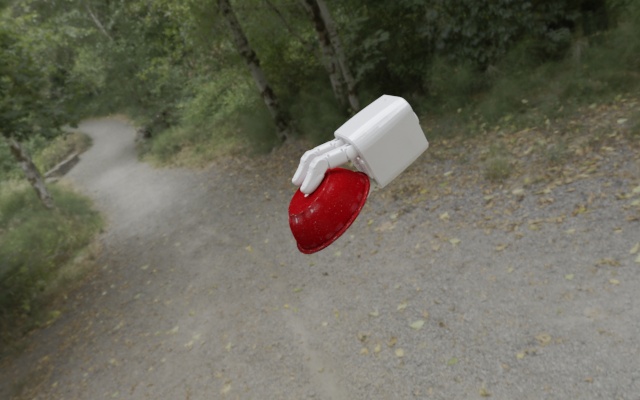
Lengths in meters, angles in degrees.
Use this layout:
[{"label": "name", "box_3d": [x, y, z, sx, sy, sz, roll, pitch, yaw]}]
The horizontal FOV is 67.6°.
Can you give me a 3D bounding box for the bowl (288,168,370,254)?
[{"label": "bowl", "box_3d": [-0.001, 0.003, 0.745, 0.055, 0.162, 0.162, 40, -18, -22]}]
